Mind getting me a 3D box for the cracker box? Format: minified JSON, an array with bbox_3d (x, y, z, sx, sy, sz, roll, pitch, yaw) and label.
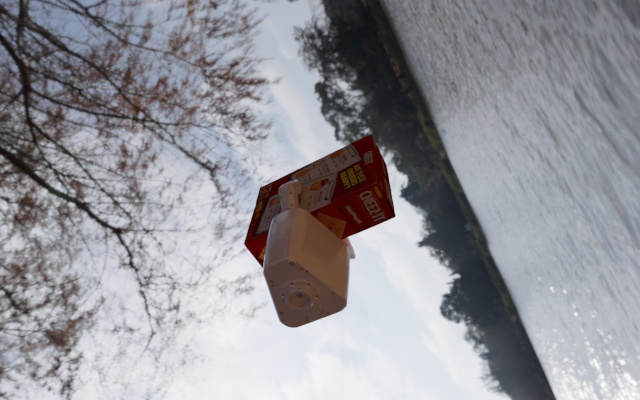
[{"bbox_3d":[0.000,0.002,0.730,0.214,0.072,0.164,-24,27,16],"label":"cracker box"}]
